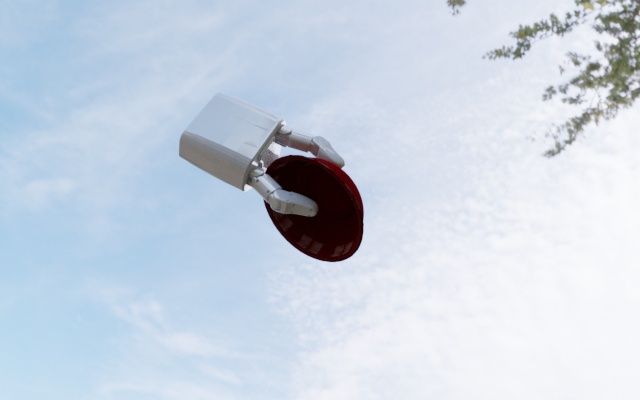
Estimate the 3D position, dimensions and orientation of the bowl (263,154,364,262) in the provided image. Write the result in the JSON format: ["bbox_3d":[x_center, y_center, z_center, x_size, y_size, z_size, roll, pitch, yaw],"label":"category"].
[{"bbox_3d":[0.001,0.003,0.644,0.162,0.162,0.055,0,28,39],"label":"bowl"}]
